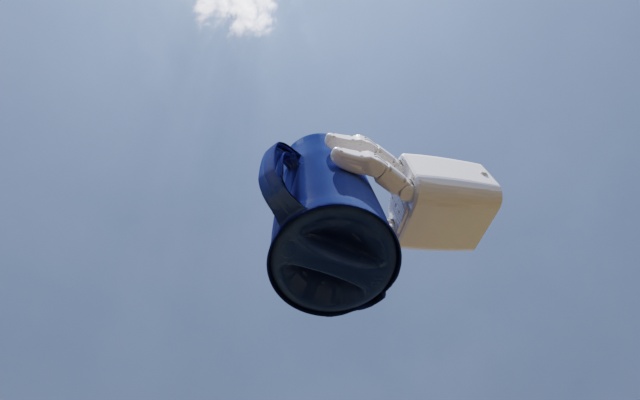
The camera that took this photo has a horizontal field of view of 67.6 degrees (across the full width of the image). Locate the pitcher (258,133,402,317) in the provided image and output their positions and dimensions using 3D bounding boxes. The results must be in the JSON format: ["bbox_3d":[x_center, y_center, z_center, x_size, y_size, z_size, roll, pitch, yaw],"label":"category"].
[{"bbox_3d":[0.000,0.002,0.562,0.145,0.149,0.242,3,28,-7],"label":"pitcher"}]
